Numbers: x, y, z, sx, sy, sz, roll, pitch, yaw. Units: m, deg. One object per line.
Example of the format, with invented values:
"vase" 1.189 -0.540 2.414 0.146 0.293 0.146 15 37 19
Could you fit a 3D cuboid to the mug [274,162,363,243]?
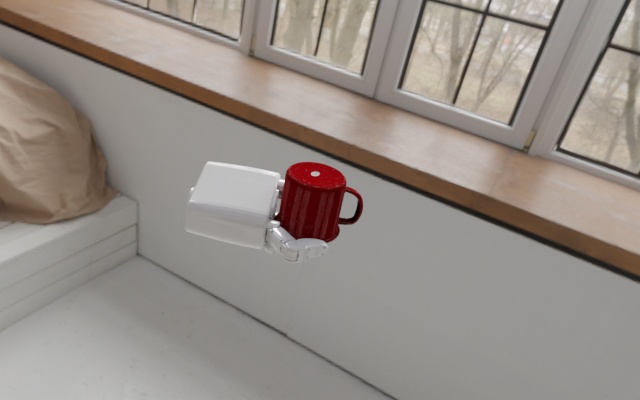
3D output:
"mug" 0.002 0.002 0.644 0.117 0.081 0.093 10 28 -3
